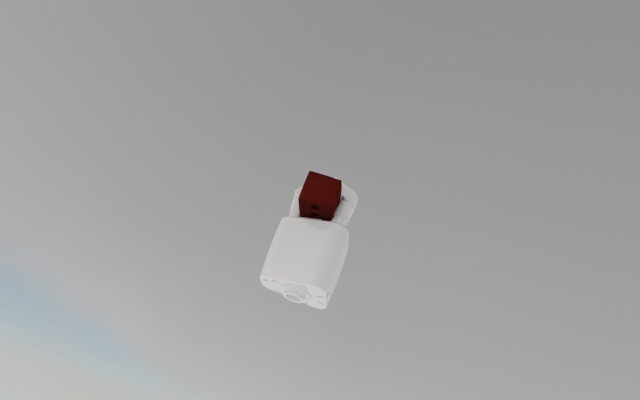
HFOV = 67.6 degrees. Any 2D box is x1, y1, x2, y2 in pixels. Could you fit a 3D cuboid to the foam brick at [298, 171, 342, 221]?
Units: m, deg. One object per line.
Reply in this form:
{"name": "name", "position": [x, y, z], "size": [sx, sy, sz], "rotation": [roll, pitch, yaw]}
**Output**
{"name": "foam brick", "position": [0.000, 0.002, 0.728], "size": [0.053, 0.051, 0.078], "rotation": [16, -29, 11]}
